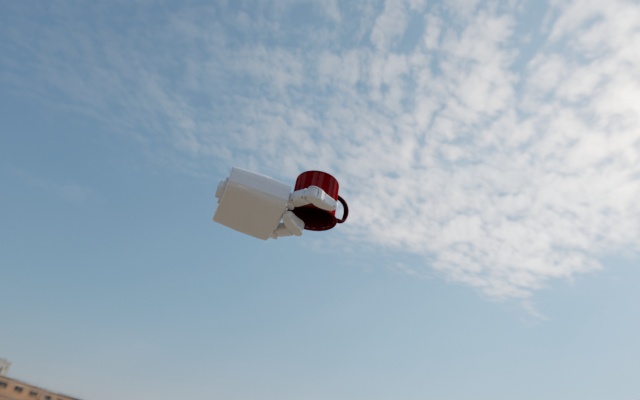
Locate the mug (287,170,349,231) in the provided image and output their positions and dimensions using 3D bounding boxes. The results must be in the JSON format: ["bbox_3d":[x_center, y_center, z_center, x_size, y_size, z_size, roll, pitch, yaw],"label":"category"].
[{"bbox_3d":[0.001,0.003,0.872,0.117,0.081,0.093,20,-32,-17],"label":"mug"}]
